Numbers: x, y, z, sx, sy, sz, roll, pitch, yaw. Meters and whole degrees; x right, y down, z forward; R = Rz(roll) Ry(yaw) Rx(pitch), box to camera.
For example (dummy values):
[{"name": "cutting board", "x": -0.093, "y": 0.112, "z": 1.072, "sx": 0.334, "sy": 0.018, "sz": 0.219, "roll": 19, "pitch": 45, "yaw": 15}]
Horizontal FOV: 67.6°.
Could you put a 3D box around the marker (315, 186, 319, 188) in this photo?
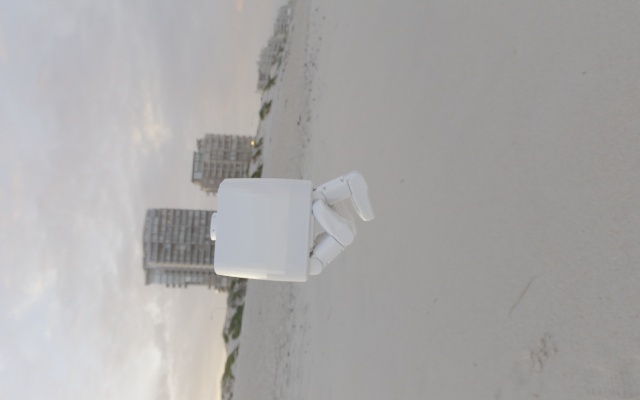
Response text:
[{"name": "marker", "x": 0.000, "y": 0.002, "z": 0.613, "sx": 0.020, "sy": 0.020, "sz": 0.121, "roll": 0, "pitch": 13, "yaw": -2}]
